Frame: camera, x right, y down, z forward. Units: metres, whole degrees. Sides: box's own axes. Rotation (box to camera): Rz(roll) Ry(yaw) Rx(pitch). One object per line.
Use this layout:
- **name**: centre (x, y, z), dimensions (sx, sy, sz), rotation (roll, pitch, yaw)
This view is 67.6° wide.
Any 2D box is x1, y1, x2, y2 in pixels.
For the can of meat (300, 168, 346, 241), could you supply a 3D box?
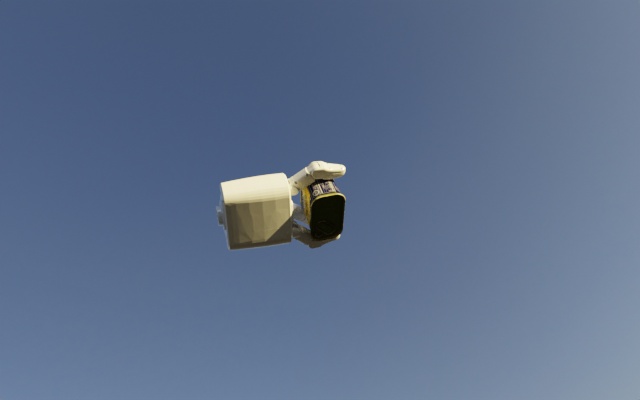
- **can of meat**: centre (0.000, 0.002, 0.805), dimensions (0.057, 0.102, 0.084), rotation (-11, 44, -13)
